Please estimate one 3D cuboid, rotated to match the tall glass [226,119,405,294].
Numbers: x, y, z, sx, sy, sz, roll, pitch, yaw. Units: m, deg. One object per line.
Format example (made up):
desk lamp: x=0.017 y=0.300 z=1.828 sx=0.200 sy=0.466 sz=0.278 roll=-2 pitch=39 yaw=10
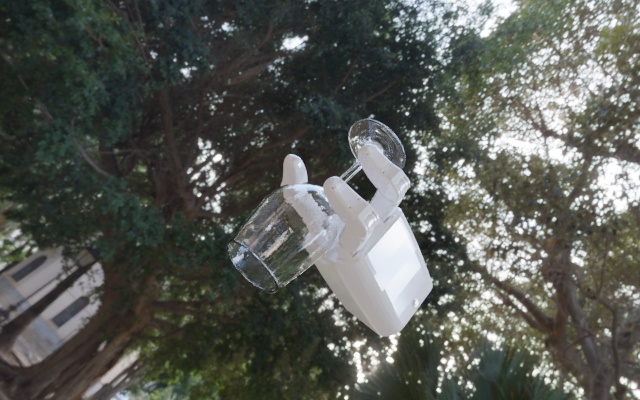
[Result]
tall glass: x=0.000 y=0.001 z=0.474 sx=0.079 sy=0.079 sz=0.201 roll=0 pitch=36 yaw=50
